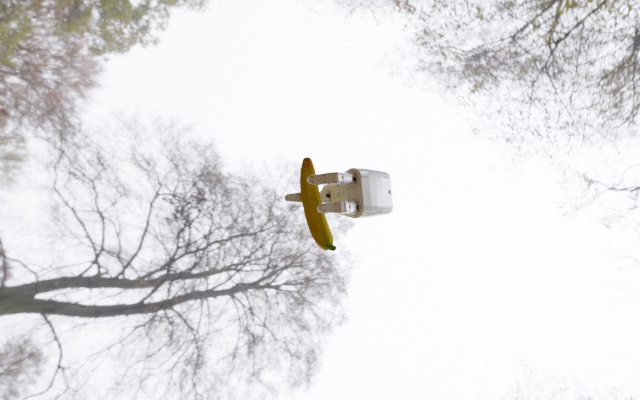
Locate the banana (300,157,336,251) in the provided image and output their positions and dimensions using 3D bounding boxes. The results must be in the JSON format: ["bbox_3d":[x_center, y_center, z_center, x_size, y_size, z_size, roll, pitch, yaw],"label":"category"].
[{"bbox_3d":[-0.007,0.015,0.901,0.037,0.197,0.070,-4,-27,-30],"label":"banana"}]
